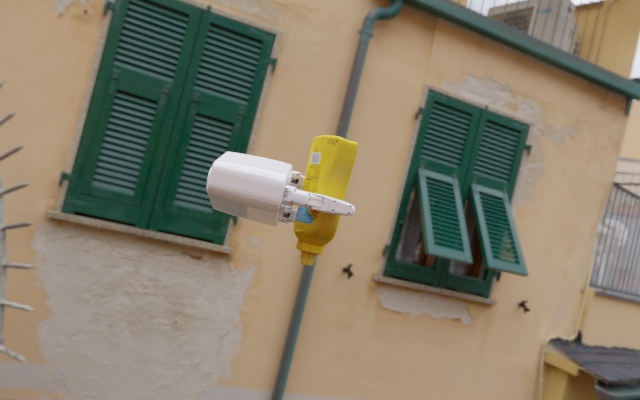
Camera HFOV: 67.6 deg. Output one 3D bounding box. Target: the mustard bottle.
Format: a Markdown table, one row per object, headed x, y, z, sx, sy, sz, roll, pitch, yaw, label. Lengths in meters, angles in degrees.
| x | y | z | sx | sy | sz | roll | pitch | yaw | label |
| --- | --- | --- | --- | --- | --- | --- | --- | --- | --- |
| 0.000 | 0.002 | 0.711 | 0.058 | 0.191 | 0.096 | 15 | -2 | -27 | mustard bottle |
